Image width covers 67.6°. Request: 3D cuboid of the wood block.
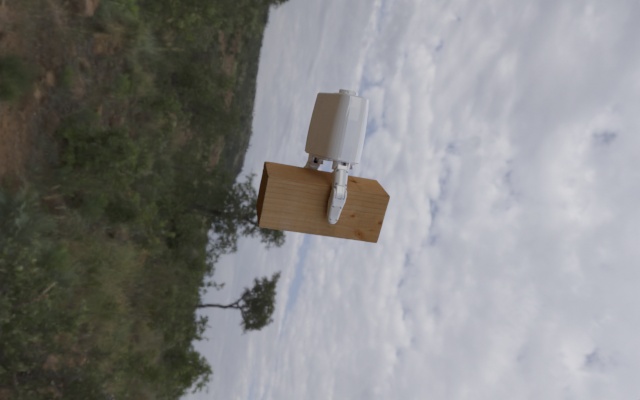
[{"bbox_3d":[0.000,0.002,0.818,0.206,0.090,0.090,9,20,-13],"label":"wood block"}]
